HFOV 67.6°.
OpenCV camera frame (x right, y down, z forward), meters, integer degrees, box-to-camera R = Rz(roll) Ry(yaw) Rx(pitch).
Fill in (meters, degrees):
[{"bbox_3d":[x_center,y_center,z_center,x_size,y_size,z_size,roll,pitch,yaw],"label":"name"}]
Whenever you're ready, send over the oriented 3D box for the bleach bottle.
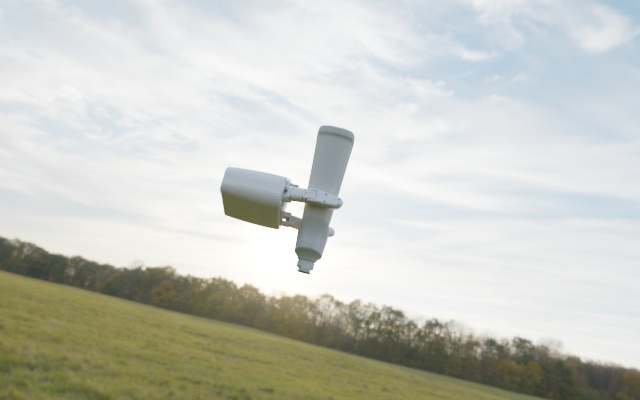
[{"bbox_3d":[0.000,0.003,0.834,0.068,0.250,0.102,13,-16,2],"label":"bleach bottle"}]
